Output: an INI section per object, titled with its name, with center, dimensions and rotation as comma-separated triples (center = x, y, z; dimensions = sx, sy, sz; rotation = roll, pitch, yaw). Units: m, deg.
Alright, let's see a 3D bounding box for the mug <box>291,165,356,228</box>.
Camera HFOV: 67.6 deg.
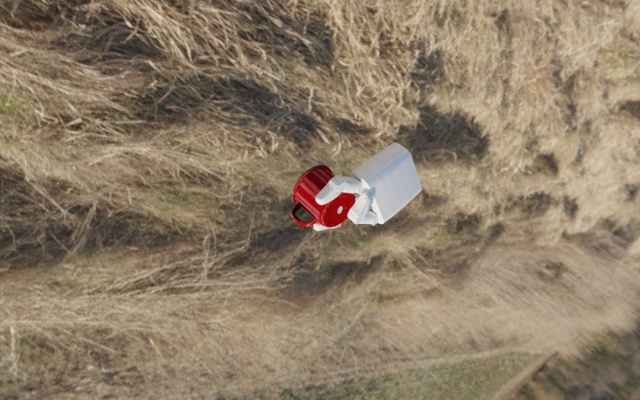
[mug]
center = -0.001, 0.004, 0.864
dimensions = 0.117, 0.093, 0.081
rotation = -37, 52, -14
